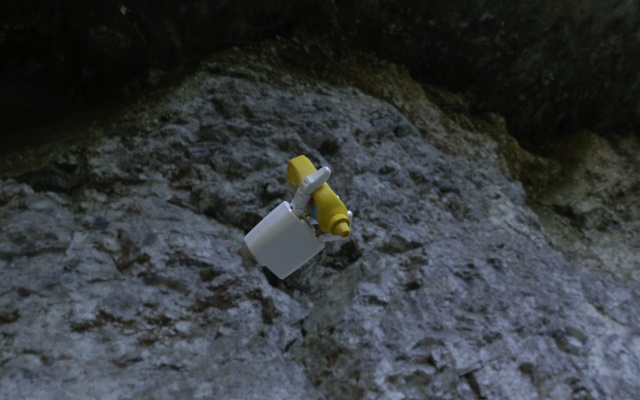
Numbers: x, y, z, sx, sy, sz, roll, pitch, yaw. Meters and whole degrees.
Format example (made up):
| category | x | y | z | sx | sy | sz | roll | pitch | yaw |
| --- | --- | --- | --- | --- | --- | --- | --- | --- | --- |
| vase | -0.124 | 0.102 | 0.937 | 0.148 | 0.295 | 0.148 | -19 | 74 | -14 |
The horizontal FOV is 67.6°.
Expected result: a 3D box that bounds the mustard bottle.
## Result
| category | x | y | z | sx | sy | sz | roll | pitch | yaw |
| --- | --- | --- | --- | --- | --- | --- | --- | --- | --- |
| mustard bottle | 0.000 | 0.003 | 0.889 | 0.058 | 0.096 | 0.191 | -23 | 46 | -15 |
